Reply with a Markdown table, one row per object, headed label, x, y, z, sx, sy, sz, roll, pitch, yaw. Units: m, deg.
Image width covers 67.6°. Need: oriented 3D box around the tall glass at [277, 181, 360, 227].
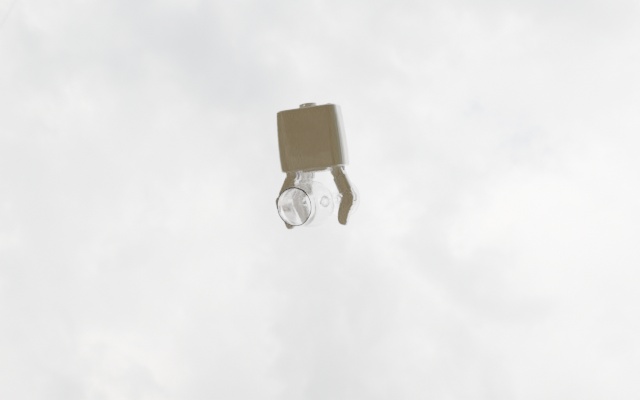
| label | x | y | z | sx | sy | sz | roll | pitch | yaw |
| --- | --- | --- | --- | --- | --- | --- | --- | --- | --- |
| tall glass | 0.000 | 0.003 | 0.833 | 0.079 | 0.079 | 0.201 | 0 | 4 | 25 |
